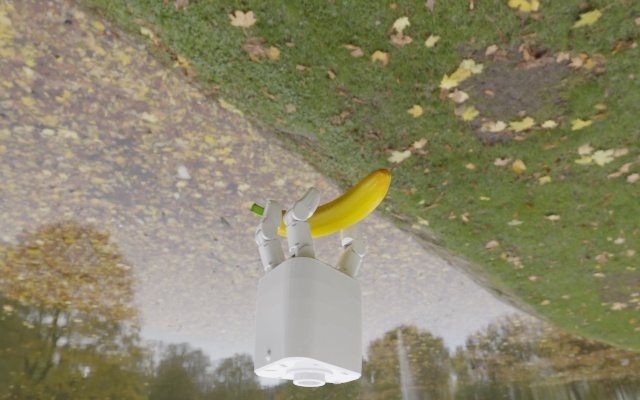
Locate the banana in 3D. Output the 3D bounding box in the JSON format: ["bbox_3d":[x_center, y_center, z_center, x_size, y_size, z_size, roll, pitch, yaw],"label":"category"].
[{"bbox_3d":[0.007,0.013,0.591,0.198,0.037,0.070,-16,-41,28],"label":"banana"}]
